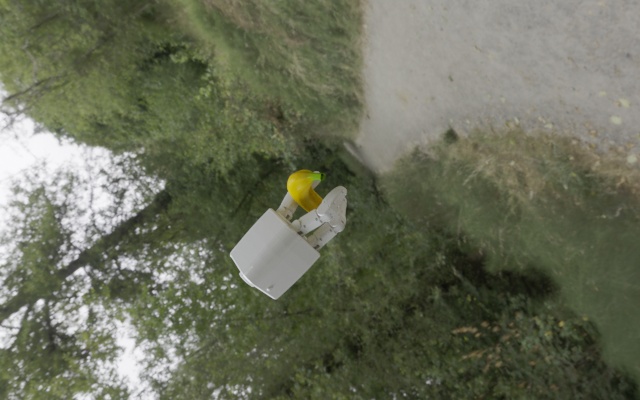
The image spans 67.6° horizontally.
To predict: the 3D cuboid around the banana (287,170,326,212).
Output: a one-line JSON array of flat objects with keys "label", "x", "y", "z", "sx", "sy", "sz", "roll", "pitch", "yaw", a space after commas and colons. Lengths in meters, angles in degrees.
[{"label": "banana", "x": -0.016, "y": -0.007, "z": 0.787, "sx": 0.069, "sy": 0.037, "sz": 0.198, "roll": 27, "pitch": -13, "yaw": 16}]
